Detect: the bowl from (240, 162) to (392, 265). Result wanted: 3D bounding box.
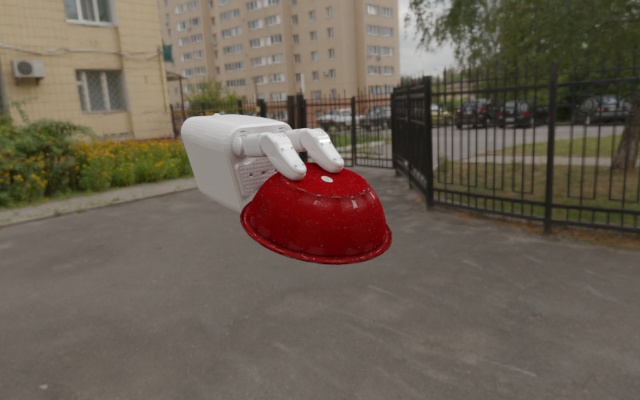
[{"bbox_3d":[0.001,0.002,0.496,0.162,0.055,0.162,8,24,-4],"label":"bowl"}]
